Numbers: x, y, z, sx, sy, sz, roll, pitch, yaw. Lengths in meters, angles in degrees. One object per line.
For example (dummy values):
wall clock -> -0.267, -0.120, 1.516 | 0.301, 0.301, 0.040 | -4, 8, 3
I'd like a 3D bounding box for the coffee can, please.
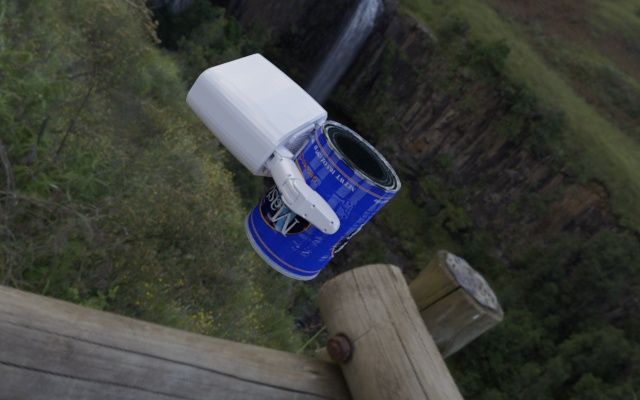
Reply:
coffee can -> 0.000, 0.002, 0.508 | 0.140, 0.102, 0.103 | -48, -24, 23
